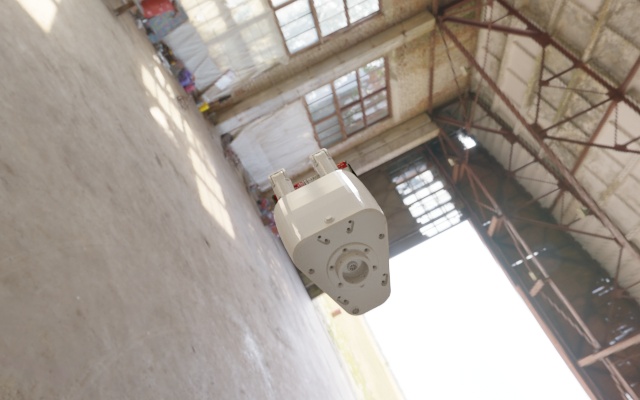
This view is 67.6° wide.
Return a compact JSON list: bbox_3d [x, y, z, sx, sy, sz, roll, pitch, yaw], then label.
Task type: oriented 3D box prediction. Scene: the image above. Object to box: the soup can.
[{"bbox_3d":[0.000,0.002,0.584,0.102,0.068,0.068,-26,1,-2],"label":"soup can"}]
